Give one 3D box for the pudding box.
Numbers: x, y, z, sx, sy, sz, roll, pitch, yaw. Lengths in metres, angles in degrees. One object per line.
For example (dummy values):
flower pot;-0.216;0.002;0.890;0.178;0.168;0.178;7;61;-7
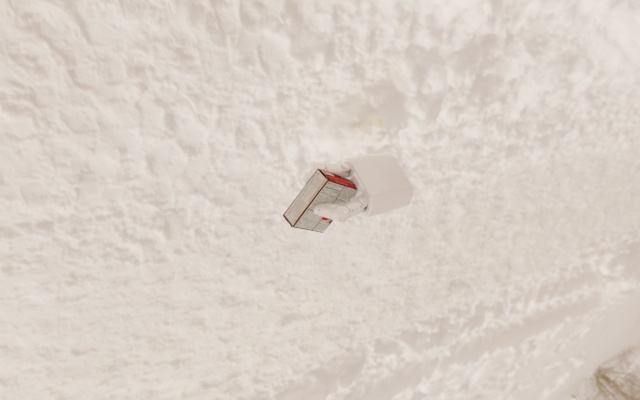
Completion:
pudding box;0.000;0.003;0.855;0.090;0.113;0.039;16;26;-49
